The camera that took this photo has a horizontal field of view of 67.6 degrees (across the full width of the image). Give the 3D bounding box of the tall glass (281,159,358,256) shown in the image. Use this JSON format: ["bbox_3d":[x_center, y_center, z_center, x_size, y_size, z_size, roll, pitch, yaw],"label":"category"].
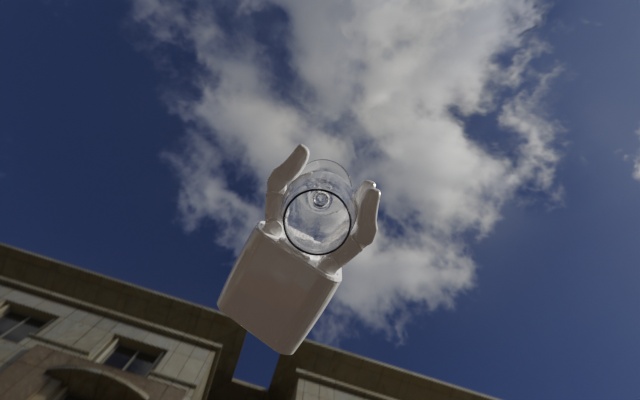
[{"bbox_3d":[0.000,0.001,0.523,0.079,0.079,0.201,0,10,2],"label":"tall glass"}]
